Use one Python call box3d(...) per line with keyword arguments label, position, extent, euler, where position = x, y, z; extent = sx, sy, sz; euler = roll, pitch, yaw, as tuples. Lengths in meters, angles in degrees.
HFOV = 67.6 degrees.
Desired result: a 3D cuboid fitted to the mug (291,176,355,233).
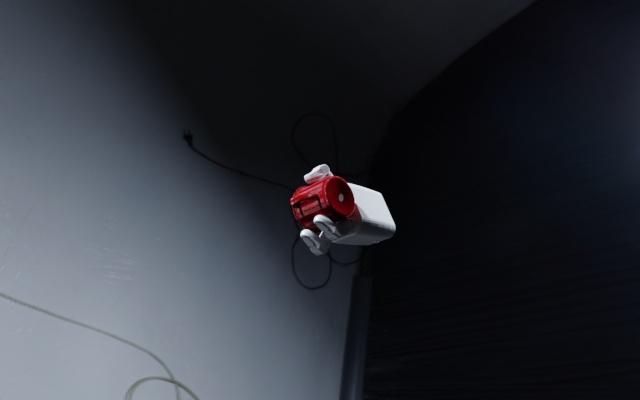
box3d(label="mug", position=(-0.001, 0.002, 0.868), extent=(0.117, 0.093, 0.081), euler=(12, -26, -42))
